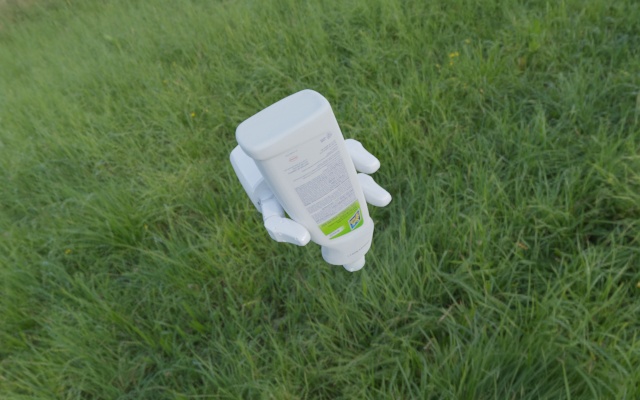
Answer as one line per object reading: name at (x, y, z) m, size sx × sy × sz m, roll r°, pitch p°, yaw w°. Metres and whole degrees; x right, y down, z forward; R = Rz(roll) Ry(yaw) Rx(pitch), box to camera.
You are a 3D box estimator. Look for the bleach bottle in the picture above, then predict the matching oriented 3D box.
bleach bottle at (0.000, 0.002, 0.559) m, size 0.102 × 0.251 × 0.068 m, roll -31°, pitch 41°, yaw -8°
